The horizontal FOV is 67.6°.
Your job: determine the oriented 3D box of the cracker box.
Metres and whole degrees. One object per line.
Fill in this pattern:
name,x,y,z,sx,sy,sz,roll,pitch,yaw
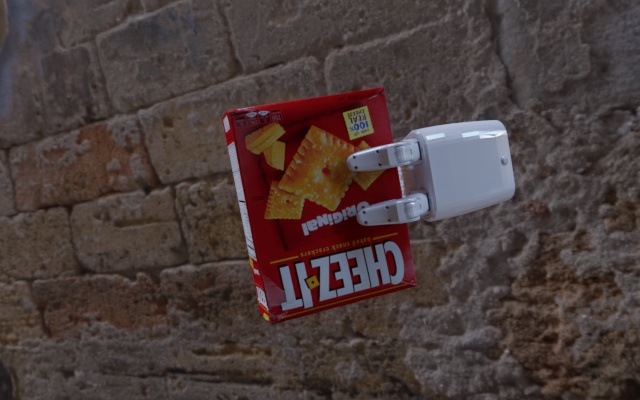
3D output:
cracker box,0.000,0.001,0.500,0.164,0.214,0.072,-11,4,-15
